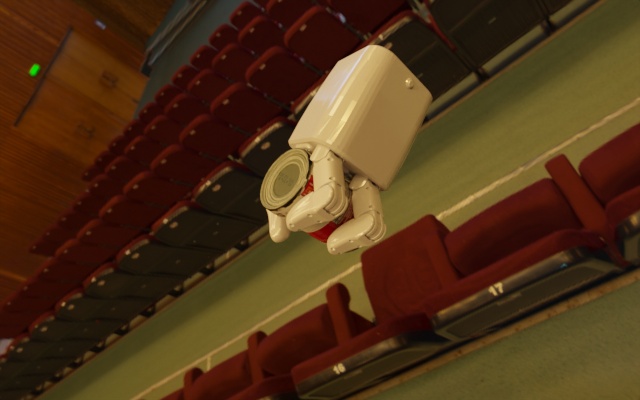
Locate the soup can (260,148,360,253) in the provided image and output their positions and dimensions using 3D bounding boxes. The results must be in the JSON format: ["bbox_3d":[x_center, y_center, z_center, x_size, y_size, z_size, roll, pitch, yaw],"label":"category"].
[{"bbox_3d":[0.000,0.002,0.472,0.102,0.068,0.068,33,-21,-36],"label":"soup can"}]
